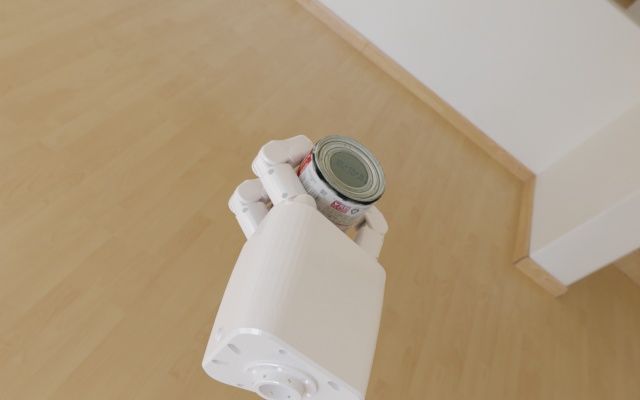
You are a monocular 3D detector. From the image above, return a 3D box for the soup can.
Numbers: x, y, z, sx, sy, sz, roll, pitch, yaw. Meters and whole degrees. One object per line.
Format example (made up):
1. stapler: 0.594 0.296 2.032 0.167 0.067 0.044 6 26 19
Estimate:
1. soup can: 0.000 0.001 0.407 0.068 0.068 0.102 0 -33 -34
